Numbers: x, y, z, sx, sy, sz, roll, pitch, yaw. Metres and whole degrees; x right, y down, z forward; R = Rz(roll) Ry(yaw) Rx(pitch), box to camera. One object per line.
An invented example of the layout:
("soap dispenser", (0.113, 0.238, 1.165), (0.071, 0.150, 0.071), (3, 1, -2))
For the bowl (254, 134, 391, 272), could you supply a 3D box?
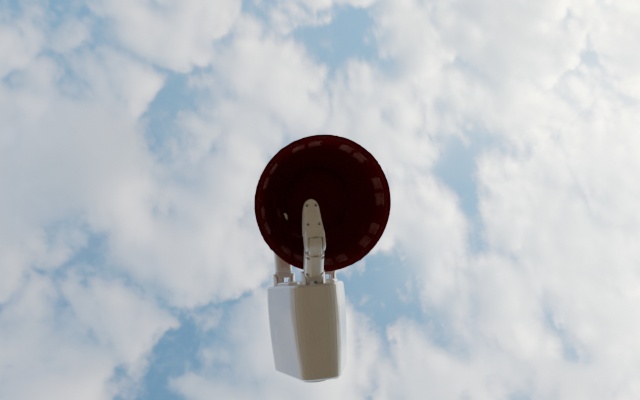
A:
("bowl", (0.000, 0.001, 0.579), (0.162, 0.162, 0.055), (0, 6, -10))
